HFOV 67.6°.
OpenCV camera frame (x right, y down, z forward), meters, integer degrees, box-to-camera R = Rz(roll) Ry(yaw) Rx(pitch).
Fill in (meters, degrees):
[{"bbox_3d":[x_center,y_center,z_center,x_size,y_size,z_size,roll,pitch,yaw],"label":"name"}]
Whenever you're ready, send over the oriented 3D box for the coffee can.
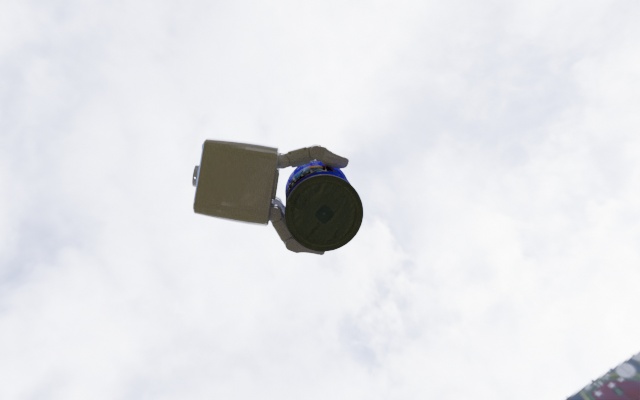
[{"bbox_3d":[0.000,0.002,0.682,0.103,0.103,0.140,0,13,-4],"label":"coffee can"}]
